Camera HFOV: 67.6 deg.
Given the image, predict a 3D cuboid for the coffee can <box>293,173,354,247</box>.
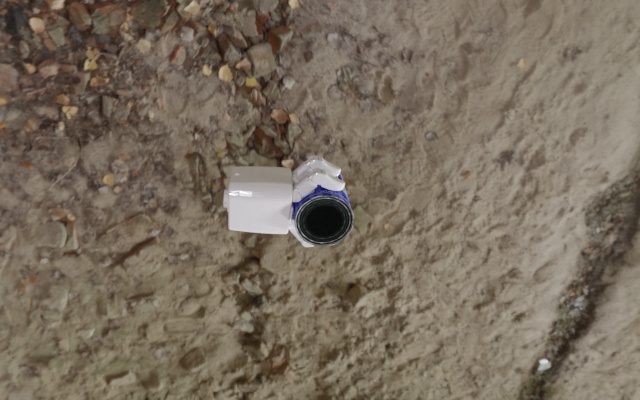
[{"bbox_3d":[0.000,0.003,0.870,0.103,0.103,0.140,0,29,-6],"label":"coffee can"}]
